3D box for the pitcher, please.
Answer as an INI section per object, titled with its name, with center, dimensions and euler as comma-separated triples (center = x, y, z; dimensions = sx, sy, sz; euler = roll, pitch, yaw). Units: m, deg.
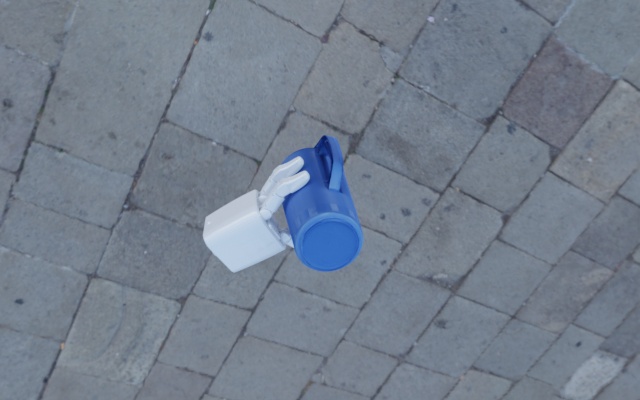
[pitcher]
center = 0.000, 0.003, 0.821
dimensions = 0.145, 0.149, 0.242
euler = -26, 29, 5
